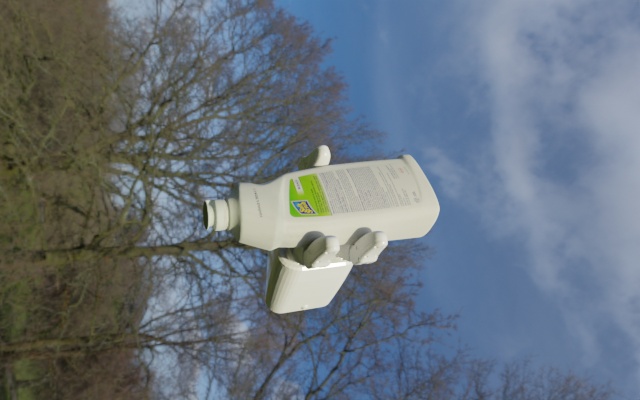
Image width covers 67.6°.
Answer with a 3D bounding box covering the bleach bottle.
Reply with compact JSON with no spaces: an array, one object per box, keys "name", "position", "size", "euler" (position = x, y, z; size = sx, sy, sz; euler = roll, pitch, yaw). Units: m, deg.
[{"name":"bleach bottle","position":[0.000,0.002,0.520],"size":[0.251,0.102,0.068],"euler":[-3,-41,-23]}]
